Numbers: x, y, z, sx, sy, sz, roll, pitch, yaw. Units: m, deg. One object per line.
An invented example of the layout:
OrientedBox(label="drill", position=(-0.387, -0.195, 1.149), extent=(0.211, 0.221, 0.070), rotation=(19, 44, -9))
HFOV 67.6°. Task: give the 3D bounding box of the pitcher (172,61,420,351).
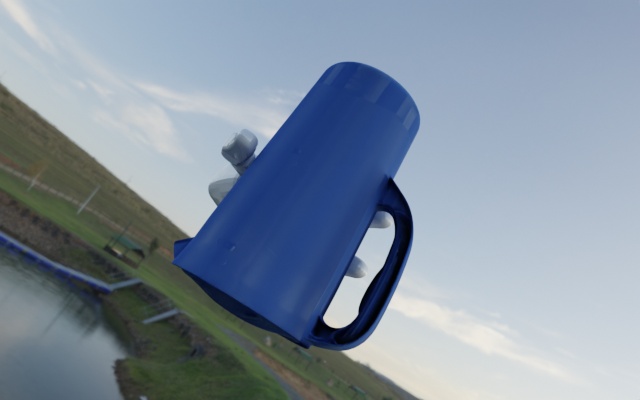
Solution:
OrientedBox(label="pitcher", position=(0.000, 0.001, 0.427), extent=(0.149, 0.242, 0.145), rotation=(40, -19, -22))
